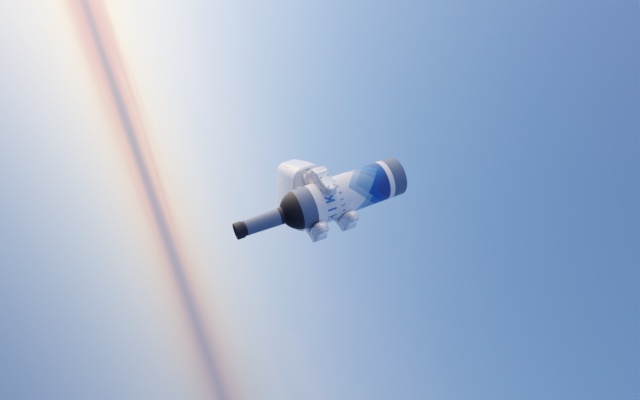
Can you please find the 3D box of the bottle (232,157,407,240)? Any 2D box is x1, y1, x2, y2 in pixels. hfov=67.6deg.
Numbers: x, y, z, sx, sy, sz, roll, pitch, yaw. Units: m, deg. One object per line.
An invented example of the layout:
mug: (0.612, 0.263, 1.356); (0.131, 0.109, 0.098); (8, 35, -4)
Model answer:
bottle: (0.000, 0.002, 0.782); (0.295, 0.069, 0.069); (-19, 6, -18)
